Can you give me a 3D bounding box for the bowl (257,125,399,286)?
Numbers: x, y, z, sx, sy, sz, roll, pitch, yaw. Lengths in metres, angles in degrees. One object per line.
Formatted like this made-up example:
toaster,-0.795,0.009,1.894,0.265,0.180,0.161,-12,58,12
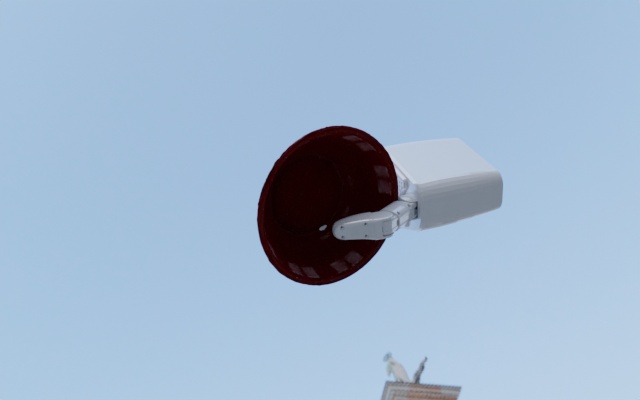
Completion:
bowl,-0.001,0.001,0.484,0.162,0.162,0.055,0,15,-32
